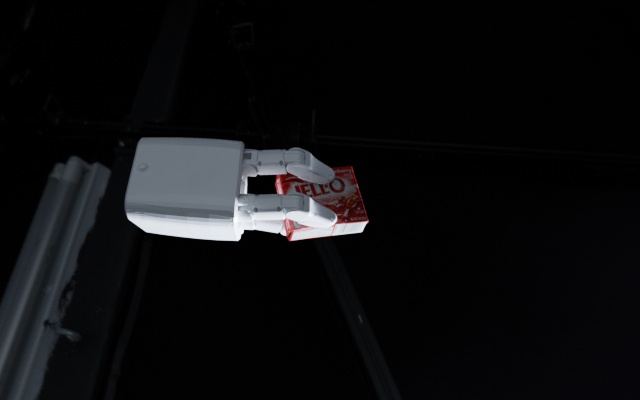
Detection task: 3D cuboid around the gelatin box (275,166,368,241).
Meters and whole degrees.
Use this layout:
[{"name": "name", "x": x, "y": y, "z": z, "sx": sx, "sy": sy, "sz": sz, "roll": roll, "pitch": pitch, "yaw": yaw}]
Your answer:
[{"name": "gelatin box", "x": 0.000, "y": 0.002, "z": 0.528, "sx": 0.089, "sy": 0.073, "sz": 0.030, "roll": -5, "pitch": -29, "yaw": -17}]
